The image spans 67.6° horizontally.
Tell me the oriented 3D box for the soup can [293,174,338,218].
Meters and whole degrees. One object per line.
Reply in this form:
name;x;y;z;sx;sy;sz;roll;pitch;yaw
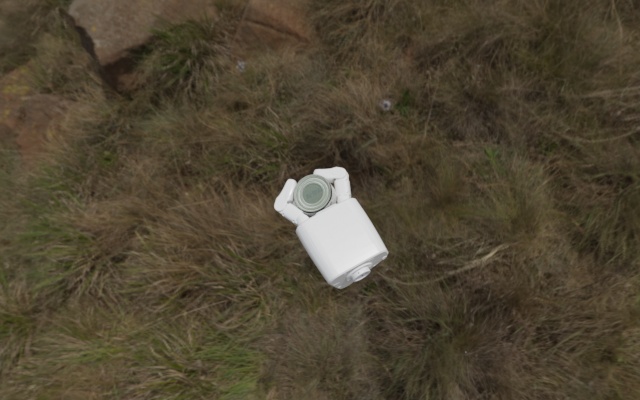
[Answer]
soup can;0.000;0.002;0.823;0.068;0.068;0.102;0;-17;17
